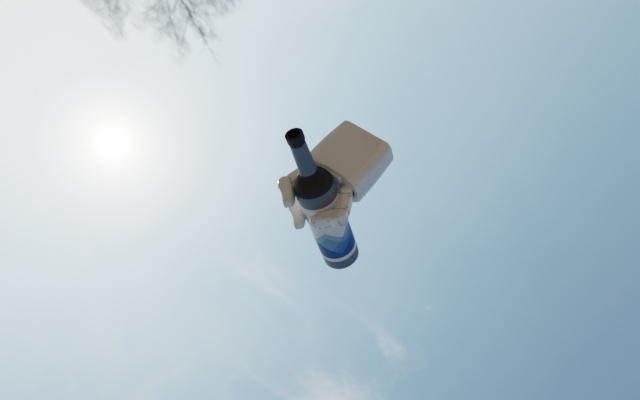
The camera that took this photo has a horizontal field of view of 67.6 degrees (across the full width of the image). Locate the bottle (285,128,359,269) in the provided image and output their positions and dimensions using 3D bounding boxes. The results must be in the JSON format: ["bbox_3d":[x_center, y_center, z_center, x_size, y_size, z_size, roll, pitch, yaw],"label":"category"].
[{"bbox_3d":[0.000,0.003,0.778,0.069,0.069,0.296,0,-41,20],"label":"bottle"}]
